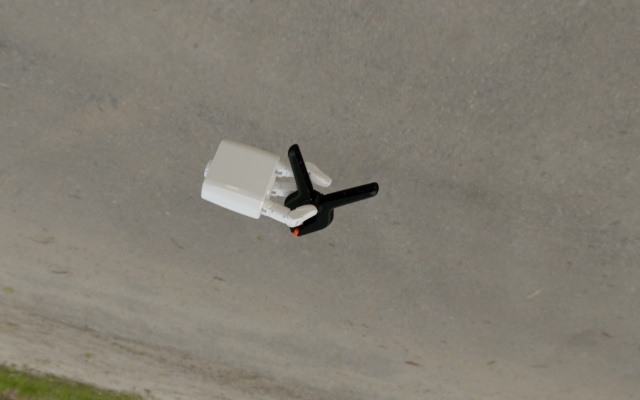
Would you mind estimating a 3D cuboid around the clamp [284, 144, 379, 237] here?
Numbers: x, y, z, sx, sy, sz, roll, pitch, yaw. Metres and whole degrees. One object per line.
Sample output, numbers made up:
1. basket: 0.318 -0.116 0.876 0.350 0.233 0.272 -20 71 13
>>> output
1. clamp: 0.000 0.004 0.854 0.164 0.036 0.210 21 -42 -2
